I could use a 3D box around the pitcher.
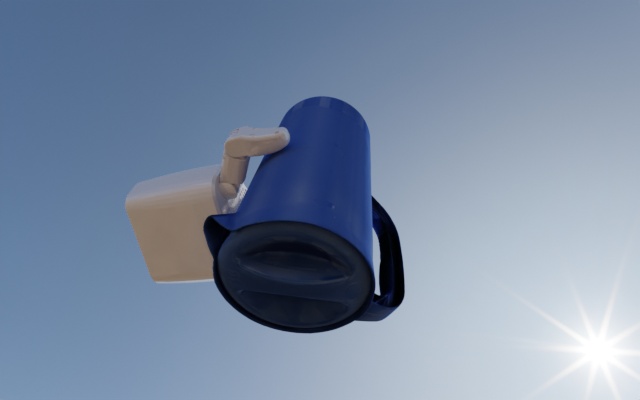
[{"bbox_3d":[0.000,0.002,0.475,0.145,0.149,0.242,-8,36,15],"label":"pitcher"}]
